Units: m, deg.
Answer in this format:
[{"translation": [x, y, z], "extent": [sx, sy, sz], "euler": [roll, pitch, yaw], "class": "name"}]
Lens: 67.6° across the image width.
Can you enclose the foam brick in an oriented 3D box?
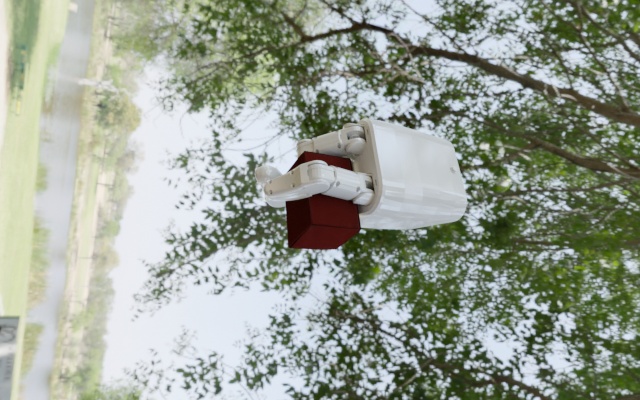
[{"translation": [0.000, 0.002, 0.448], "extent": [0.051, 0.078, 0.053], "euler": [8, -30, -26], "class": "foam brick"}]
